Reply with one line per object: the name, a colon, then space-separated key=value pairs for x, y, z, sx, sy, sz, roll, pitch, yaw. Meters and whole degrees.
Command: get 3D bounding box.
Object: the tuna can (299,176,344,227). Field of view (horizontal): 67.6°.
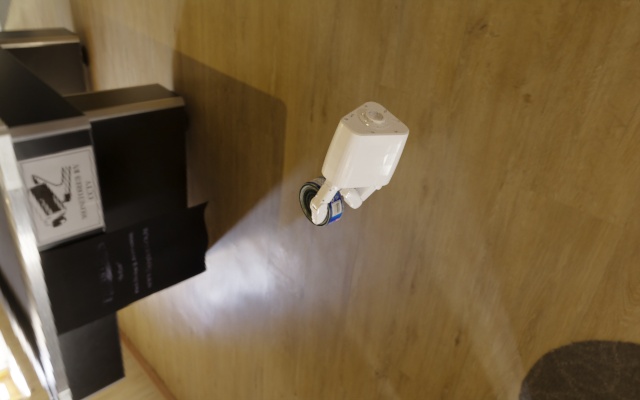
tuna can: x=0.000 y=0.003 z=0.850 sx=0.033 sy=0.086 sz=0.086 roll=-25 pitch=15 yaw=-36
